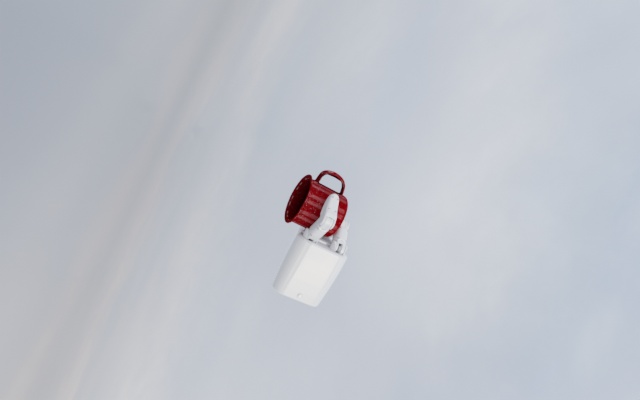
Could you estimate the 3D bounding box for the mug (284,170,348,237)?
[{"bbox_3d":[0.001,0.002,0.835,0.081,0.117,0.093,26,10,-20],"label":"mug"}]
